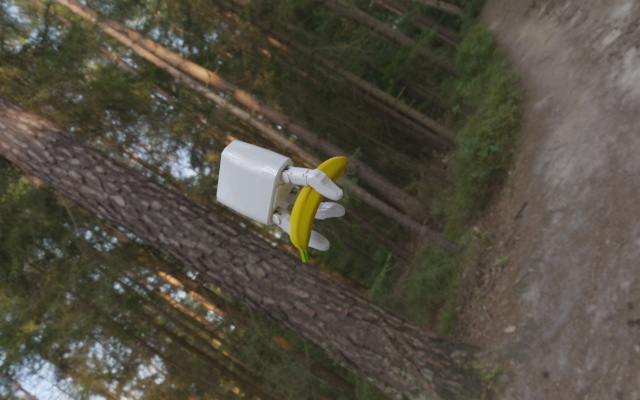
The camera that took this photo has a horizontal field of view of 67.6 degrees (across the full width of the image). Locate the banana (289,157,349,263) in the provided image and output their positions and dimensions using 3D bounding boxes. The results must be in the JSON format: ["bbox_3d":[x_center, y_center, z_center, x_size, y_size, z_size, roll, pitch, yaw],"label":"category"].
[{"bbox_3d":[-0.007,-0.004,0.766,0.037,0.197,0.070,13,-24,26],"label":"banana"}]
